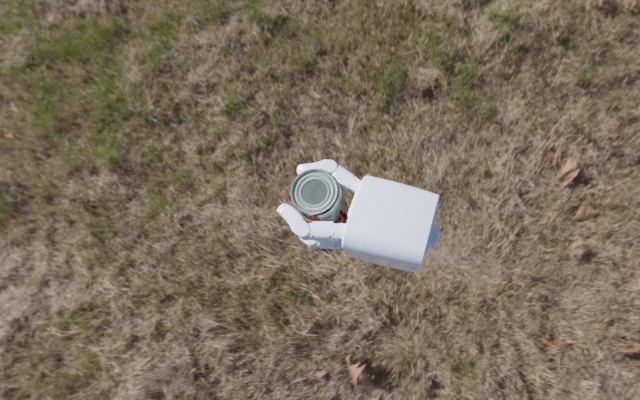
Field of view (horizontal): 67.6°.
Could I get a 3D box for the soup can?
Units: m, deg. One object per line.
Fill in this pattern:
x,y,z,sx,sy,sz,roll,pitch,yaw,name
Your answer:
0.000,0.002,0.681,0.068,0.068,0.102,0,-16,10,soup can
